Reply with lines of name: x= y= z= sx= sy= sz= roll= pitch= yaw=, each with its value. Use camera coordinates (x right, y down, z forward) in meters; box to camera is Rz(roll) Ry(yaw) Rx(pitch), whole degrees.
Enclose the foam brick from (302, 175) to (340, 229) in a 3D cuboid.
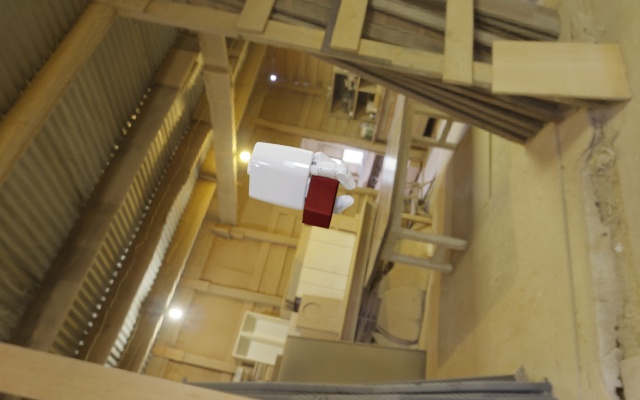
foam brick: x=0.000 y=0.003 z=0.853 sx=0.051 sy=0.078 sz=0.053 roll=13 pitch=-31 yaw=1
